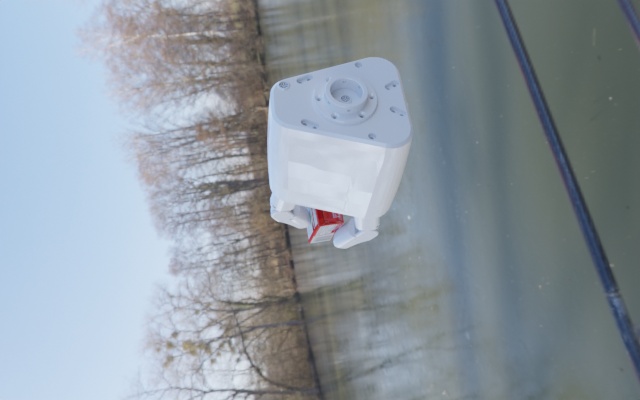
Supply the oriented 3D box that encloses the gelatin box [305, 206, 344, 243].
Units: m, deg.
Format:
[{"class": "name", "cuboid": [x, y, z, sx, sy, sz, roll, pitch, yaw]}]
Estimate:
[{"class": "gelatin box", "cuboid": [0.000, 0.002, 0.527, 0.030, 0.073, 0.089, -7, -16, -10]}]
